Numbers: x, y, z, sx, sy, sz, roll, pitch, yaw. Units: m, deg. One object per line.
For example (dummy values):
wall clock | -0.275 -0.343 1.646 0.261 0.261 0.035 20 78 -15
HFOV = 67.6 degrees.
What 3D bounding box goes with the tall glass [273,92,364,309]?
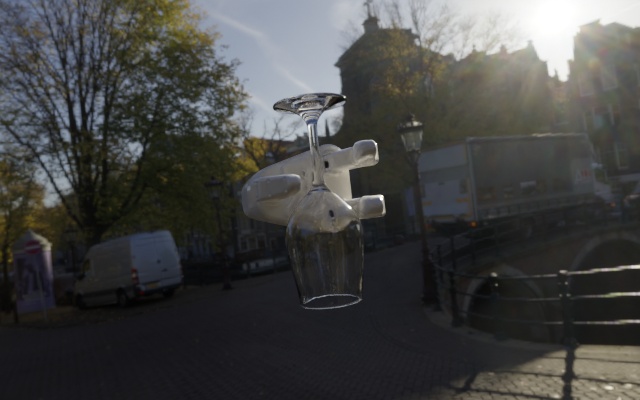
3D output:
tall glass | 0.000 0.001 0.474 0.079 0.201 0.079 -6 -2 0
